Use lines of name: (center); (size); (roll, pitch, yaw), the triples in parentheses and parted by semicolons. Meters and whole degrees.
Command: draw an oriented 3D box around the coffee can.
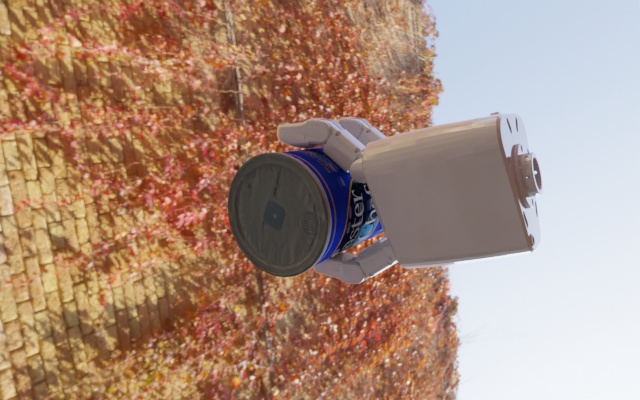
coffee can: (0.000, 0.002, 0.442); (0.103, 0.103, 0.140); (0, 9, 33)
